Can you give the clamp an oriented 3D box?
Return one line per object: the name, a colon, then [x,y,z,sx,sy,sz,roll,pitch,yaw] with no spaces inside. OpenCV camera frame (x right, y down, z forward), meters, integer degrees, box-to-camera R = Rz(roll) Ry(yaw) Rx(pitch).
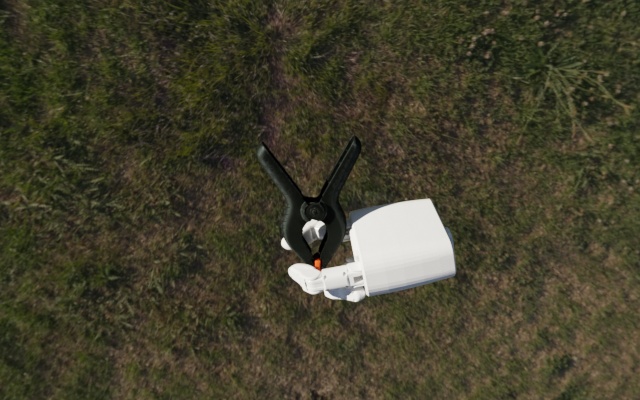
clamp: [0.000,0.002,0.569,0.120,0.171,0.039,-11,19,5]
